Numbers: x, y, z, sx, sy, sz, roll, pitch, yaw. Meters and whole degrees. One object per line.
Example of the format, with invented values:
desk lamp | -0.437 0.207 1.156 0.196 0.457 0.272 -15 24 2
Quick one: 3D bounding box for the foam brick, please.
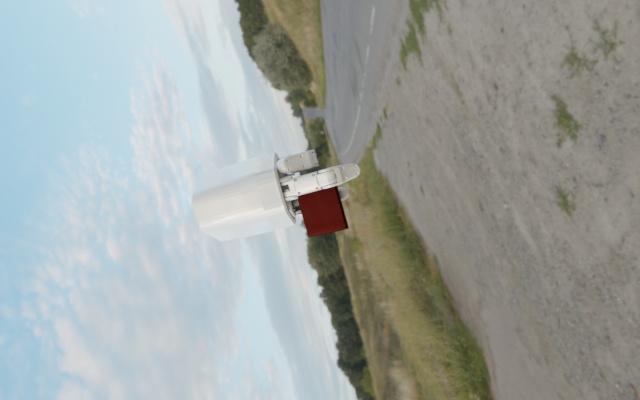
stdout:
foam brick | 0.000 0.002 0.605 0.051 0.078 0.053 -15 3 1
